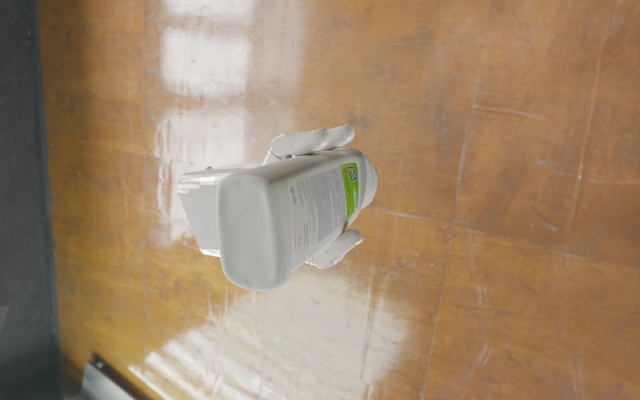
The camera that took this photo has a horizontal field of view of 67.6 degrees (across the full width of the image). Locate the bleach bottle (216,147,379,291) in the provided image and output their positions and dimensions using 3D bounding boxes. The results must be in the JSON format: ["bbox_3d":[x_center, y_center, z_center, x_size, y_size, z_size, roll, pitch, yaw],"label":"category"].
[{"bbox_3d":[0.000,0.002,0.492,0.068,0.102,0.251,3,12,29],"label":"bleach bottle"}]
